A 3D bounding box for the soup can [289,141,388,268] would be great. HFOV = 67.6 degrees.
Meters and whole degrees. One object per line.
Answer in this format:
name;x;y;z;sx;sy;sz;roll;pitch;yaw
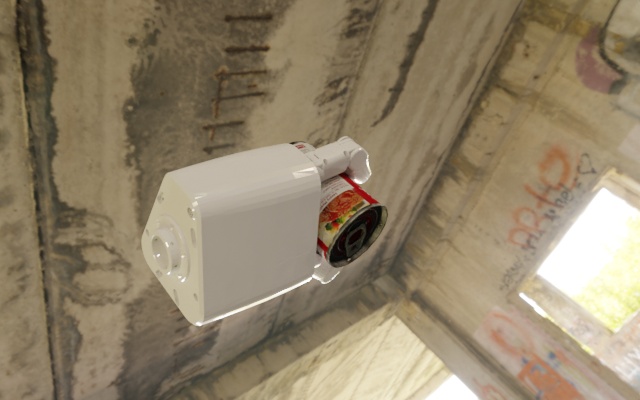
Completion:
soup can;0.000;0.001;0.426;0.102;0.068;0.068;43;24;29
